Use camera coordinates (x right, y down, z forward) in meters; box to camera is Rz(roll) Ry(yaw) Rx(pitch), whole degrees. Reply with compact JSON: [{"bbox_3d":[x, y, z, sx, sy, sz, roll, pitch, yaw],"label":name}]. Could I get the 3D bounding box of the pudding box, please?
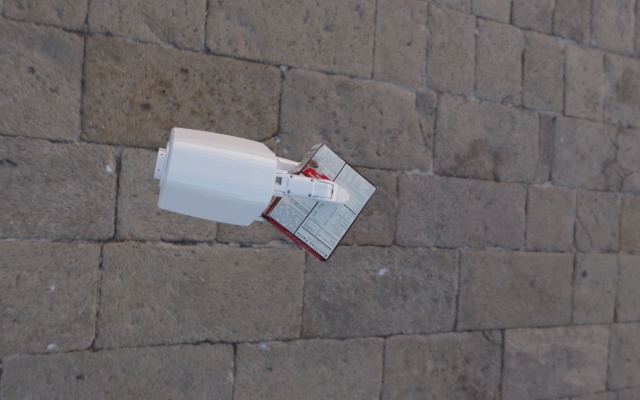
[{"bbox_3d":[0.000,0.002,0.561,0.090,0.113,0.039,39,-12,-13],"label":"pudding box"}]
